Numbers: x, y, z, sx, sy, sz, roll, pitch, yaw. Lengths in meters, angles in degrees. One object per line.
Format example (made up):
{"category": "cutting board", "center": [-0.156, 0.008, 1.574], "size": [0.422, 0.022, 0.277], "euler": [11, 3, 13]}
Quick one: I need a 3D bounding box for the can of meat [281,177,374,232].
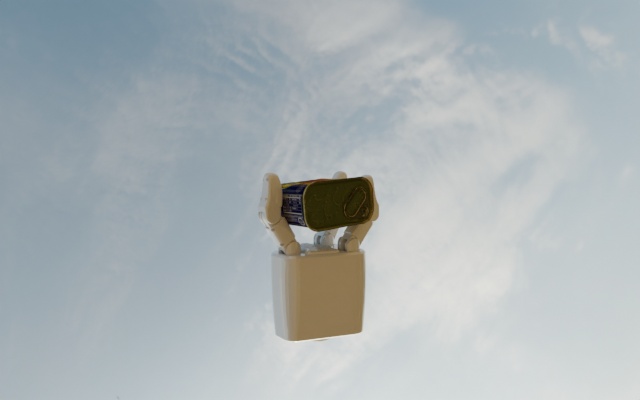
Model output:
{"category": "can of meat", "center": [0.000, 0.002, 0.588], "size": [0.102, 0.057, 0.084], "euler": [-8, 7, -35]}
